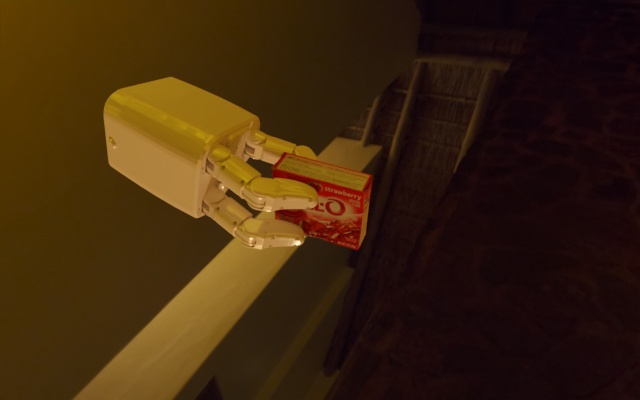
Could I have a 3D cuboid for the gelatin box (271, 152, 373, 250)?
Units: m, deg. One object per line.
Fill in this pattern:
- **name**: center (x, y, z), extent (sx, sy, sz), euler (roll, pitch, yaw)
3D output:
- **gelatin box**: center (0.001, 0.001, 0.443), extent (0.089, 0.073, 0.030), euler (16, 44, 14)
